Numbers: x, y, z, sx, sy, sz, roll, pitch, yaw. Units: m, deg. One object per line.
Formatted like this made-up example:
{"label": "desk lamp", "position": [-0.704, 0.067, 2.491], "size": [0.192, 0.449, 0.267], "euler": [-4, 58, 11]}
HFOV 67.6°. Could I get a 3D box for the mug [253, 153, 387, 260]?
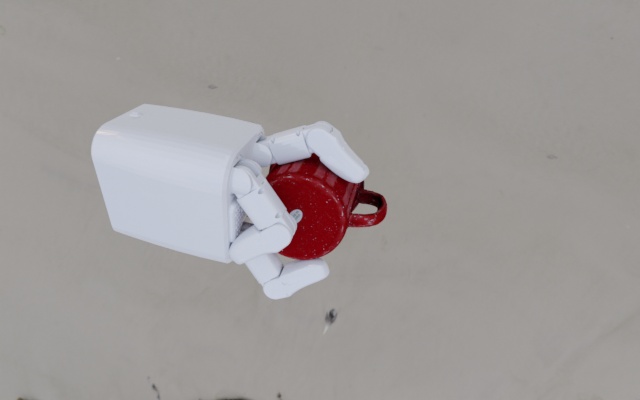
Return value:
{"label": "mug", "position": [0.001, 0.002, 0.420], "size": [0.117, 0.093, 0.081], "euler": [12, 27, 6]}
